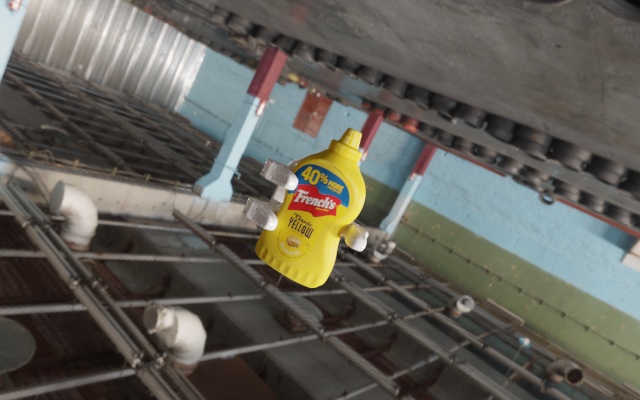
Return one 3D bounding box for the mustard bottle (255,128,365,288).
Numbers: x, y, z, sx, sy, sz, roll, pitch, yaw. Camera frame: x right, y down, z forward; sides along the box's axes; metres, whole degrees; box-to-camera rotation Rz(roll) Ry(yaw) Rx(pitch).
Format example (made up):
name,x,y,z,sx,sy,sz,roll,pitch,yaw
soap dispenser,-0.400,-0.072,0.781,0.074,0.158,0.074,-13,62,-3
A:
name,x,y,z,sx,sy,sz,roll,pitch,yaw
mustard bottle,0.000,0.002,0.581,0.096,0.191,0.058,29,9,20
